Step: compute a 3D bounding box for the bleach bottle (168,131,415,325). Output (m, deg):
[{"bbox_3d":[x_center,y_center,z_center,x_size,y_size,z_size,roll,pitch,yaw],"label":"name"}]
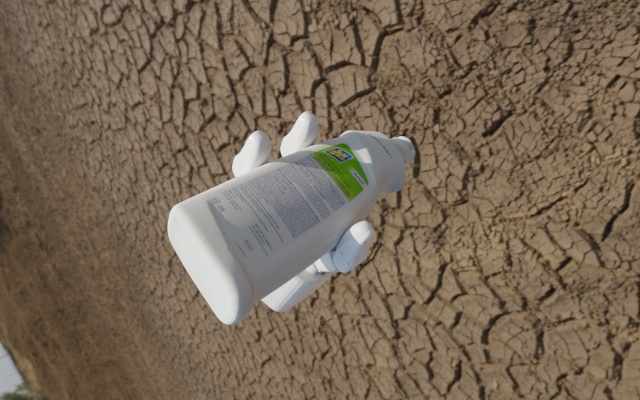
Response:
[{"bbox_3d":[0.000,0.001,0.428,0.250,0.102,0.068,-27,-16,-33],"label":"bleach bottle"}]
